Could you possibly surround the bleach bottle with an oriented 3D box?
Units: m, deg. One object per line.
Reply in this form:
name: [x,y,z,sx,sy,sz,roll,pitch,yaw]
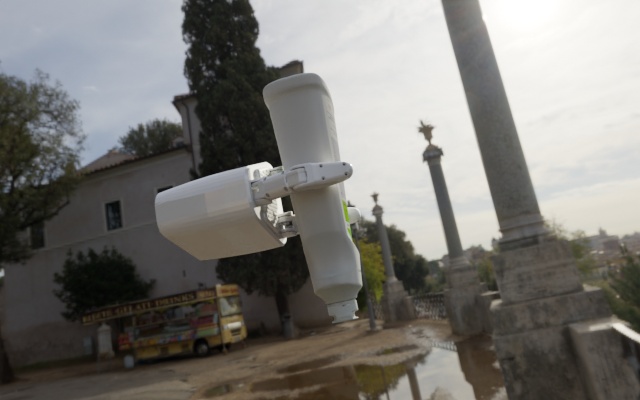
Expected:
bleach bottle: [0.000,0.002,0.507,0.068,0.250,0.102,-13,-12,10]
